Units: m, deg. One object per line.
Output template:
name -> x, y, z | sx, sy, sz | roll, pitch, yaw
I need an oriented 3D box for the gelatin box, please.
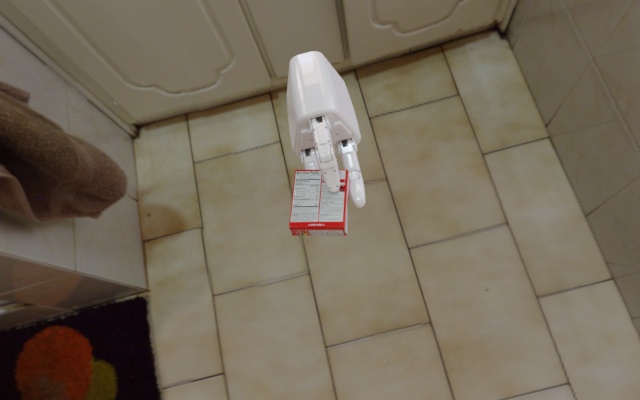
gelatin box -> 0.000, 0.002, 0.630 | 0.073, 0.089, 0.030 | -1, -28, 10
